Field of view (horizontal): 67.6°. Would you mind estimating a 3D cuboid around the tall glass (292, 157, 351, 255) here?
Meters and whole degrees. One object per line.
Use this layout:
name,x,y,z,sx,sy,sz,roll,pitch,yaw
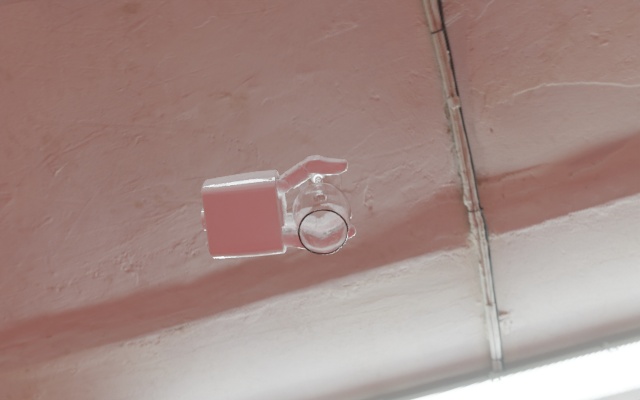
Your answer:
tall glass,0.000,0.002,0.672,0.079,0.079,0.201,0,22,-2
